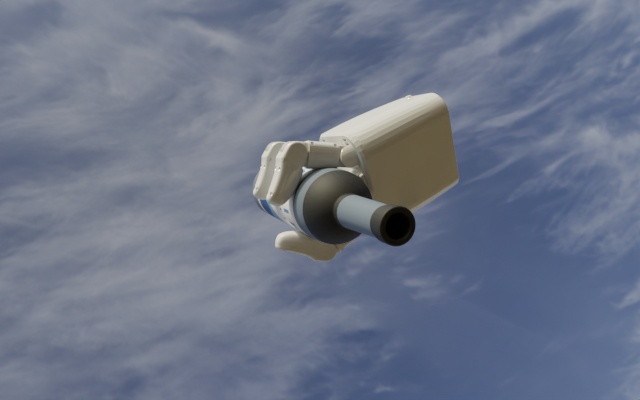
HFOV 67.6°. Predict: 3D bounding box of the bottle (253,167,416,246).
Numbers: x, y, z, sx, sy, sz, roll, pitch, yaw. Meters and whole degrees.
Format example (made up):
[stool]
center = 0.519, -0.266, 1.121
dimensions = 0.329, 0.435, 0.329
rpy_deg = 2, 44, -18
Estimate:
[bottle]
center = 0.000, 0.002, 0.453
dimensions = 0.069, 0.069, 0.295
rpy_deg = 0, 6, -21
